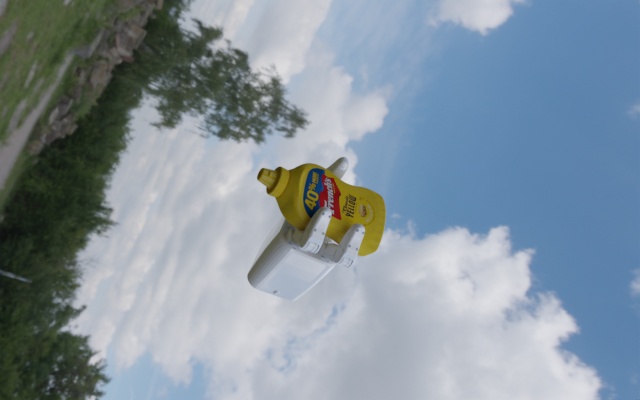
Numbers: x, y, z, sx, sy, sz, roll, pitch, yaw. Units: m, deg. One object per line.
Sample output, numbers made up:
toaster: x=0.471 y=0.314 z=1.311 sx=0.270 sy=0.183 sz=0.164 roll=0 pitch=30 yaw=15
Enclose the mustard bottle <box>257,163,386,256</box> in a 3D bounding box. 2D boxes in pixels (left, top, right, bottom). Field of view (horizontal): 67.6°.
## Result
mustard bottle: x=0.001 y=0.002 z=0.657 sx=0.192 sy=0.096 sz=0.058 roll=25 pitch=-30 yaw=-24
